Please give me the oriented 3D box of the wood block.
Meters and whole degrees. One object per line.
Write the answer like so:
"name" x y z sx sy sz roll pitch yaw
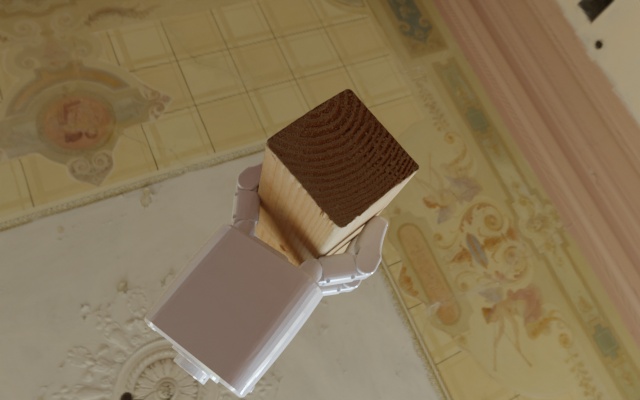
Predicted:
"wood block" 0.000 0.002 0.458 0.090 0.091 0.206 -37 -10 -22
